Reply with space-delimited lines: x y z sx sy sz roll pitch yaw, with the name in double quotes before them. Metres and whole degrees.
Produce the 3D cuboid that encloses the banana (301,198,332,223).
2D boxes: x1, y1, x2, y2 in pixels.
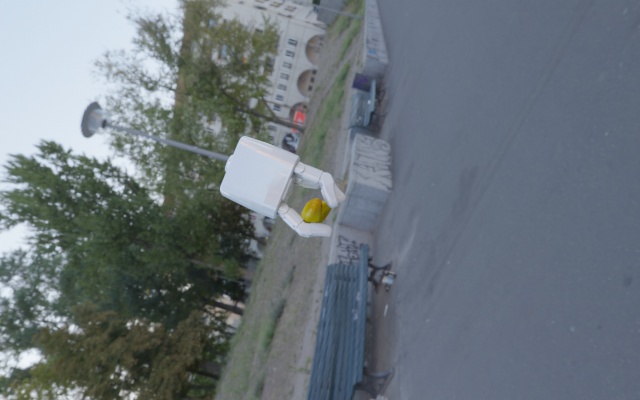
"banana" -0.008 0.019 0.872 0.037 0.069 0.198 30 9 6
